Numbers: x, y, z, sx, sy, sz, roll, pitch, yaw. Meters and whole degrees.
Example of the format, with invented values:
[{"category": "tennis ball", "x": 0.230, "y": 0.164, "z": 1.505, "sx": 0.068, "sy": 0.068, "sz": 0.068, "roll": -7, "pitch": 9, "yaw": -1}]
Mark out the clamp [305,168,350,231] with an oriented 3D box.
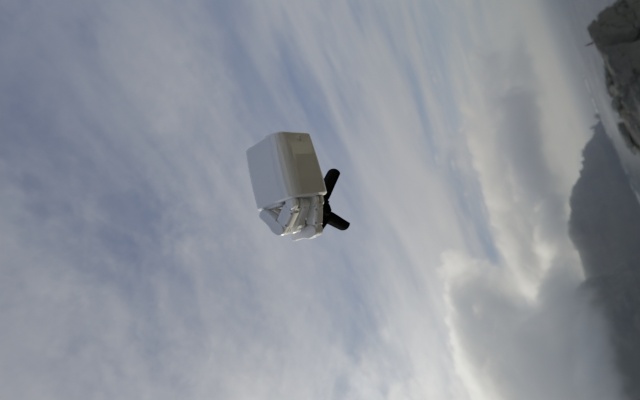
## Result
[{"category": "clamp", "x": 0.000, "y": 0.003, "z": 0.863, "sx": 0.039, "sy": 0.120, "sz": 0.171, "roll": -13, "pitch": -3, "yaw": 30}]
